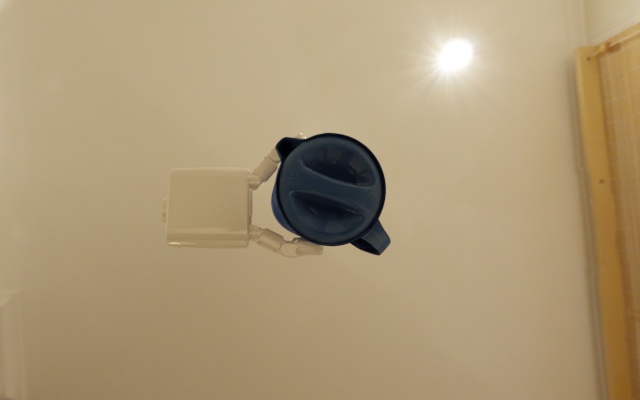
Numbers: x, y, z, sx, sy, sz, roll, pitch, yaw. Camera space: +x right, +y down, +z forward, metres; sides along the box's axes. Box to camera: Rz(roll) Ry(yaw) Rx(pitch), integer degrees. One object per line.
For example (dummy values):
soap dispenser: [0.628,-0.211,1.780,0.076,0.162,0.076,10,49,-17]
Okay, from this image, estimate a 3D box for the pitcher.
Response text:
pitcher: [0.000,0.002,0.668,0.145,0.149,0.243,-2,-3,-10]
